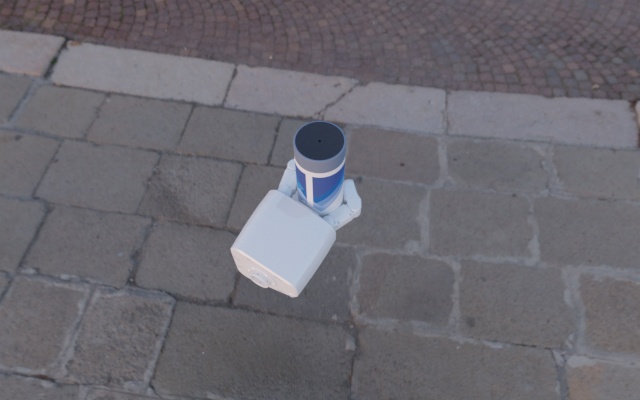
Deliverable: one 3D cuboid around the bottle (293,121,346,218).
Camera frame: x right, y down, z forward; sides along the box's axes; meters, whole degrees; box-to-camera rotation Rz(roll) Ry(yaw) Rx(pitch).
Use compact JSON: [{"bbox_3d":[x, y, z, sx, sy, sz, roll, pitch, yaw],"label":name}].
[{"bbox_3d":[0.000,0.002,0.722,0.069,0.069,0.296,0,-32,1],"label":"bottle"}]
